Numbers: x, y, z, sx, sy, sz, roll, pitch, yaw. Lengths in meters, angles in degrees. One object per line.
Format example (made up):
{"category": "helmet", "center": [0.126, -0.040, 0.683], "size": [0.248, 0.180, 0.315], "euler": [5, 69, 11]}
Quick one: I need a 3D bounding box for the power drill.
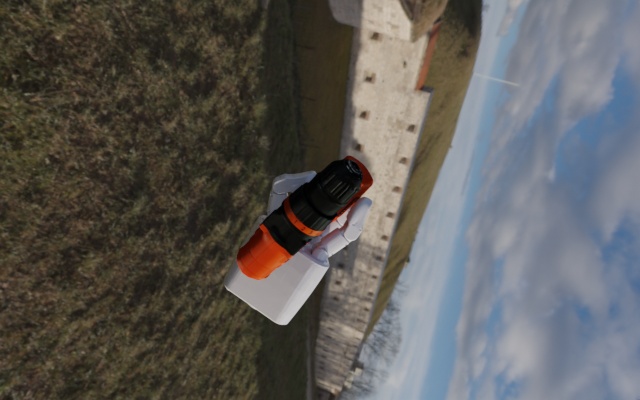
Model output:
{"category": "power drill", "center": [0.000, 0.002, 0.566], "size": [0.184, 0.057, 0.187], "euler": [-41, -3, 28]}
